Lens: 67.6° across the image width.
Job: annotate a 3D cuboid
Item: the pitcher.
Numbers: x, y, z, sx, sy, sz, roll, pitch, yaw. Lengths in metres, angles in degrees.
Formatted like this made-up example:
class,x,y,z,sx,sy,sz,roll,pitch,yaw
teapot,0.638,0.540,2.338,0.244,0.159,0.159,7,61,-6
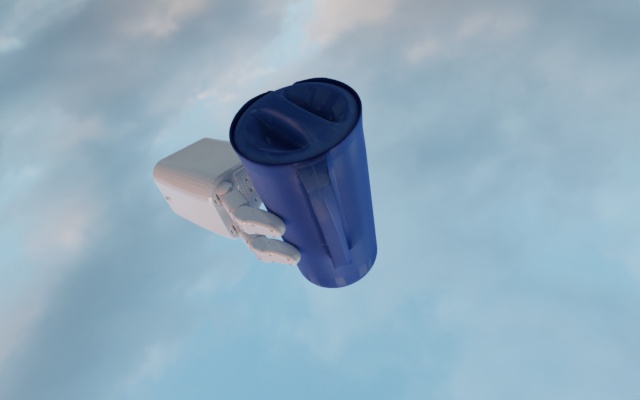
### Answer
class,x,y,z,sx,sy,sz,roll,pitch,yaw
pitcher,0.000,0.002,0.539,0.145,0.149,0.243,15,-36,28
